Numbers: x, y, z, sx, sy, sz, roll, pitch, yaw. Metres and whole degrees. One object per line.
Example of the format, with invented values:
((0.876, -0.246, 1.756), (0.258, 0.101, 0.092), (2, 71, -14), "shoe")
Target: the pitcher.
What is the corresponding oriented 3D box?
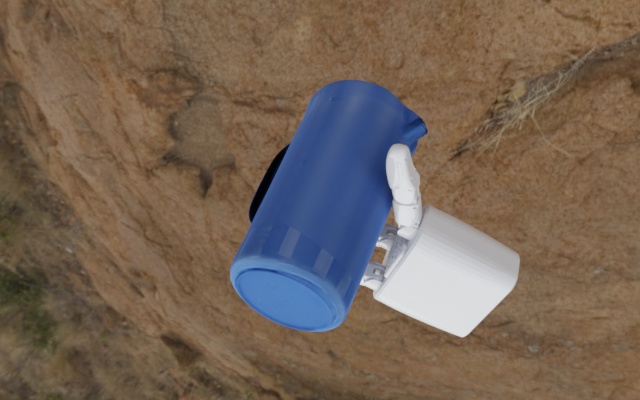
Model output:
((0.000, 0.002, 0.483), (0.145, 0.242, 0.149), (26, -38, -1), "pitcher")
